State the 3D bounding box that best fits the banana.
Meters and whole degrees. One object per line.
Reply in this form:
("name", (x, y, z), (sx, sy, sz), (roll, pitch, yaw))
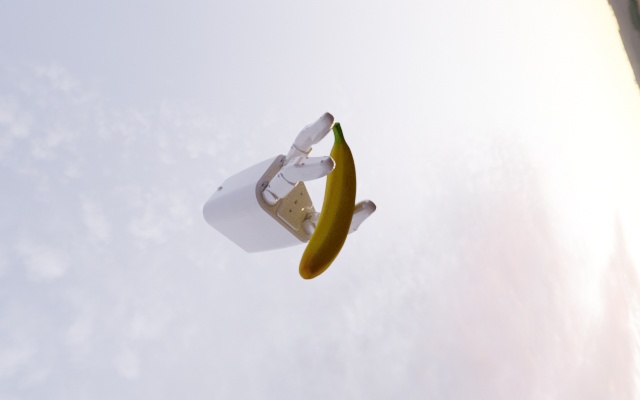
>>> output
("banana", (0.011, 0.008, 0.542), (0.037, 0.197, 0.070), (-13, -37, 34))
